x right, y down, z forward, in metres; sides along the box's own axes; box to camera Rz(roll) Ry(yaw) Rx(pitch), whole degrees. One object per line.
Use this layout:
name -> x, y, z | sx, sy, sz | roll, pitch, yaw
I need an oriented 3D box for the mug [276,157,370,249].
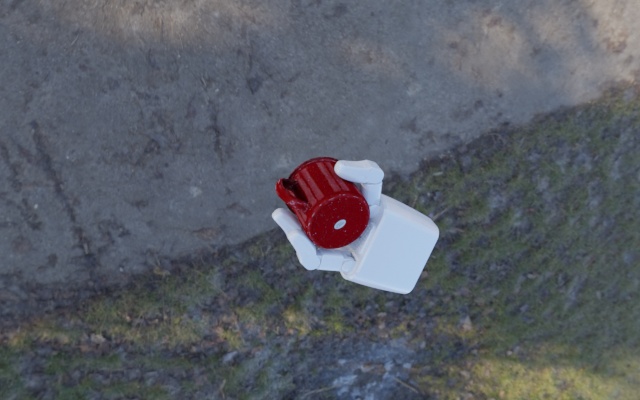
mug -> -0.001, 0.002, 0.579 | 0.117, 0.093, 0.081 | 20, 22, -31
